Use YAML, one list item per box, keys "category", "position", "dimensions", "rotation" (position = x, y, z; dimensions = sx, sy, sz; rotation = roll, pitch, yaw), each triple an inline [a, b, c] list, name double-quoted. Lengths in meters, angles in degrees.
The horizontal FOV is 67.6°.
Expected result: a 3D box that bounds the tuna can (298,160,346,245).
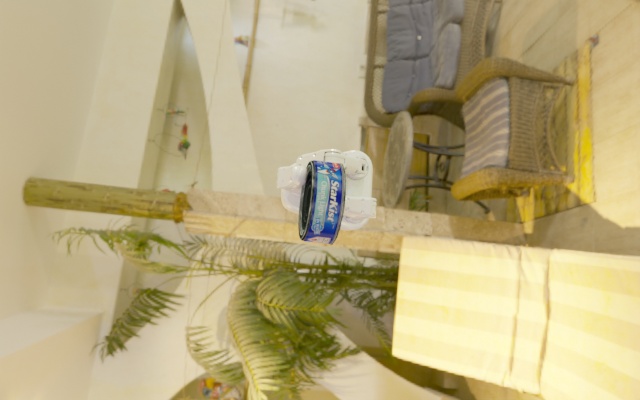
- category: "tuna can"
  position: [0.000, 0.002, 0.496]
  dimensions: [0.034, 0.086, 0.086]
  rotation: [7, -1, -10]
